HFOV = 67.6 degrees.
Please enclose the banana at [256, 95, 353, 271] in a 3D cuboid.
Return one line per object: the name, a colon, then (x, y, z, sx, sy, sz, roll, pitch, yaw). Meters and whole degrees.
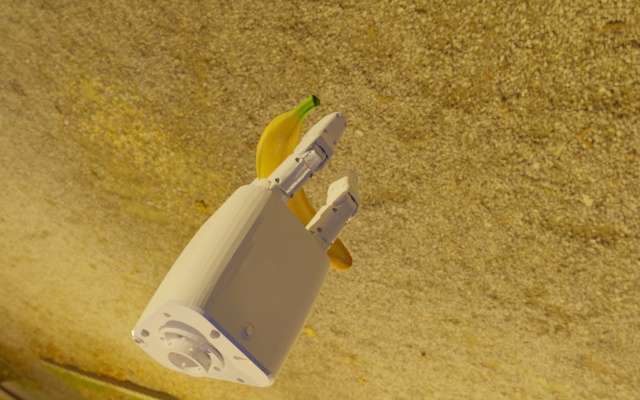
banana: (-0.018, -0.001, 0.448, 0.069, 0.198, 0.037, 1, 40, 18)
